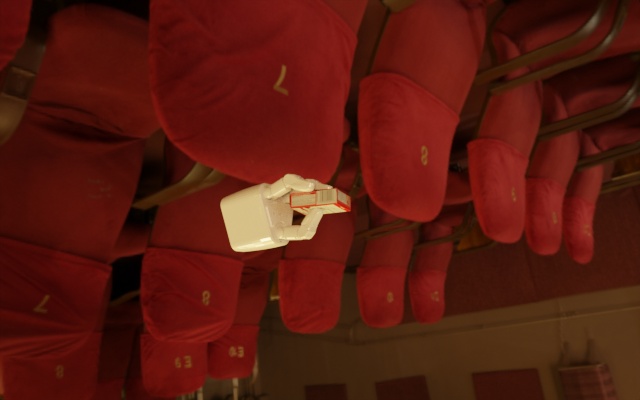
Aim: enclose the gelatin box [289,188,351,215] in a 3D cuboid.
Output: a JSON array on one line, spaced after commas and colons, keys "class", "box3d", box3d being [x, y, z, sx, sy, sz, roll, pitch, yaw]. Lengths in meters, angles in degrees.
[{"class": "gelatin box", "box3d": [0.000, 0.003, 0.834, 0.089, 0.030, 0.073, -6, -14, 21]}]
